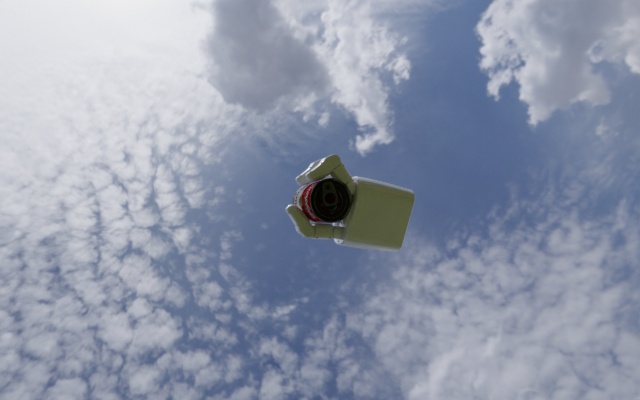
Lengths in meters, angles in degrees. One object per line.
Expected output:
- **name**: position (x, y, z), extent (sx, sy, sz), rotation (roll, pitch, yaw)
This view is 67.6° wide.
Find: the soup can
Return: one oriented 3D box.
- **soup can**: position (0.000, 0.003, 0.762), extent (0.068, 0.068, 0.102), rotation (0, -3, -19)
